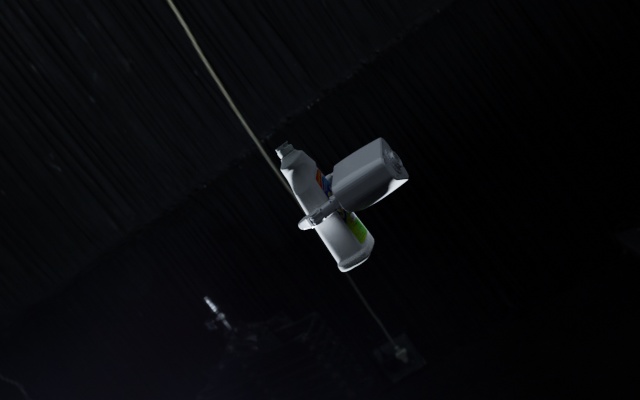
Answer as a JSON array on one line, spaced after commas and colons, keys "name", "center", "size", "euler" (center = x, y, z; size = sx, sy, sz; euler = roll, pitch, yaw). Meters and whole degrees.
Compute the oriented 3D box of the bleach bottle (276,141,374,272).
[{"name": "bleach bottle", "center": [0.000, 0.003, 0.878], "size": [0.068, 0.251, 0.102], "euler": [-33, 7, 23]}]
